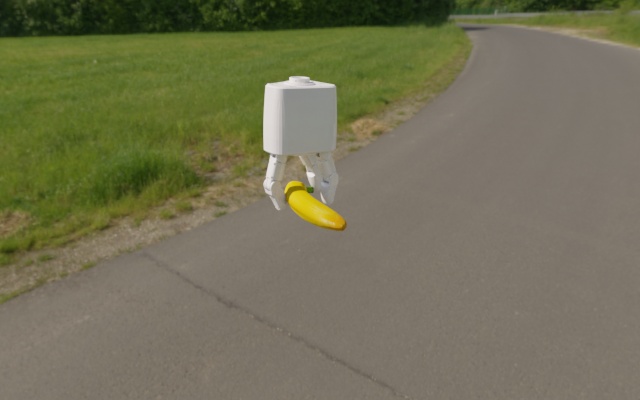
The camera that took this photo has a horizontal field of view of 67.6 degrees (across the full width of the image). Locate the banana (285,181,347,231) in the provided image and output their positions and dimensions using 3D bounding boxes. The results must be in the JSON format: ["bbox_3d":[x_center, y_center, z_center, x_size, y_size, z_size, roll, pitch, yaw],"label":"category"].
[{"bbox_3d":[-0.019,0.002,0.781,0.069,0.037,0.197,-2,21,-16],"label":"banana"}]
